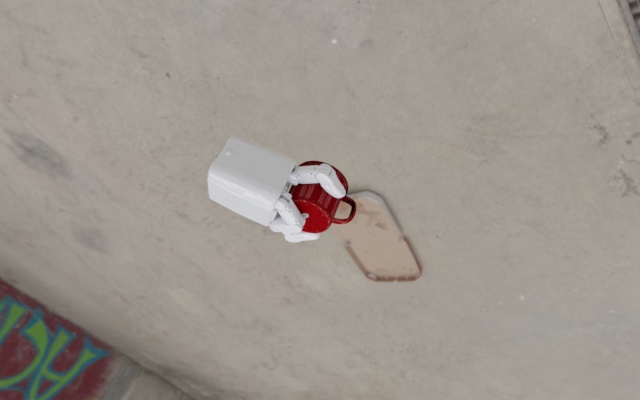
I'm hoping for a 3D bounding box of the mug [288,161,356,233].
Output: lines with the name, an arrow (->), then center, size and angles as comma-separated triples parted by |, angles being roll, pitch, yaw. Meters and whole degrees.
mug -> 0.001, 0.003, 0.758 | 0.117, 0.081, 0.093 | 23, -39, -1
